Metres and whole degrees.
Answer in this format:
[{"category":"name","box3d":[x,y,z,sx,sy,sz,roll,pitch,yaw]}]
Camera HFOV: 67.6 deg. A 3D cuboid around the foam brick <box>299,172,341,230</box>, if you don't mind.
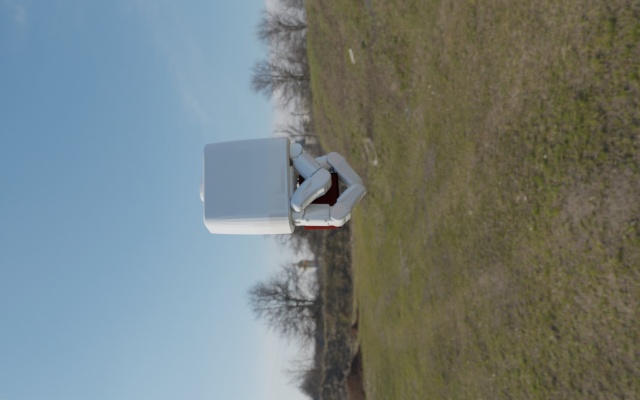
[{"category":"foam brick","box3d":[0.000,0.002,0.642,0.051,0.053,0.078,-4,-23,2]}]
